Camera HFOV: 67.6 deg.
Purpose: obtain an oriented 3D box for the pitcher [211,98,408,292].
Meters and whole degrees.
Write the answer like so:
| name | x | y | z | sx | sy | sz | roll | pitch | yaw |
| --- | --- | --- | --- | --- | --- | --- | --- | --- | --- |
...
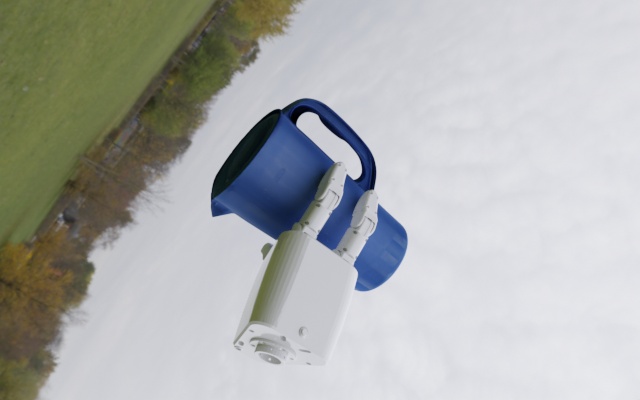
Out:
| name | x | y | z | sx | sy | sz | roll | pitch | yaw |
| --- | --- | --- | --- | --- | --- | --- | --- | --- | --- |
| pitcher | 0.000 | 0.002 | 0.596 | 0.243 | 0.145 | 0.149 | 38 | -40 | -22 |
